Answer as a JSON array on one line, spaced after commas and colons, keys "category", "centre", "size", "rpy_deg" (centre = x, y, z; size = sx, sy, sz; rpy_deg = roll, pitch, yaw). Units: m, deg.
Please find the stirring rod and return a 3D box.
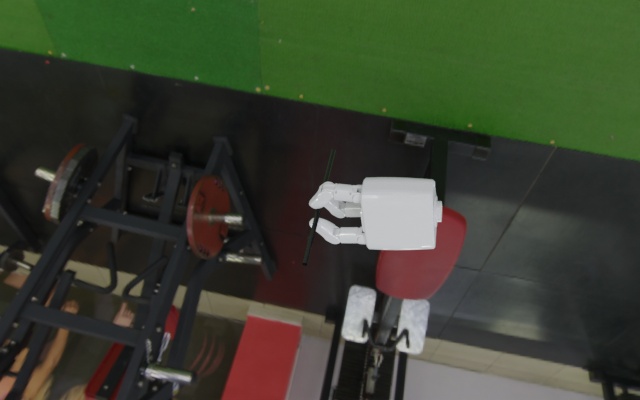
[{"category": "stirring rod", "centre": [0.000, 0.002, 0.780], "size": [0.011, 0.239, 0.011], "rpy_deg": [9, -38, 7]}]
